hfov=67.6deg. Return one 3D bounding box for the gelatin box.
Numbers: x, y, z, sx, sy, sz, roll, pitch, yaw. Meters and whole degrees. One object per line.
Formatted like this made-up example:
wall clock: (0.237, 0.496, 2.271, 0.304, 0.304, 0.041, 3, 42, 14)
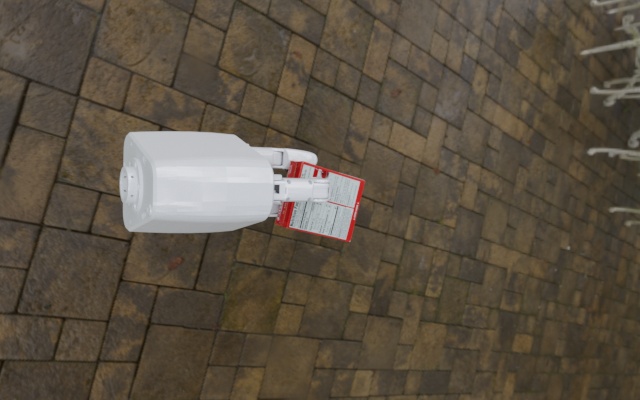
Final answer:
gelatin box: (0.001, 0.002, 0.531, 0.089, 0.073, 0.030, 15, -3, -31)
